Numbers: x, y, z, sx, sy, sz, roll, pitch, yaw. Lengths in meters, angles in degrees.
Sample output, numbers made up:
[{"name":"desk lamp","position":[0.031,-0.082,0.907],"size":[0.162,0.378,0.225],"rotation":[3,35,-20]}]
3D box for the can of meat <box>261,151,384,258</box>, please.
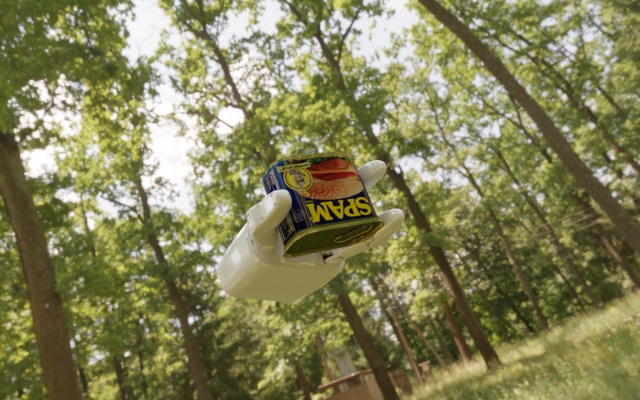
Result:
[{"name":"can of meat","position":[0.000,0.001,0.470],"size":[0.102,0.084,0.057],"rotation":[-7,-26,-32]}]
